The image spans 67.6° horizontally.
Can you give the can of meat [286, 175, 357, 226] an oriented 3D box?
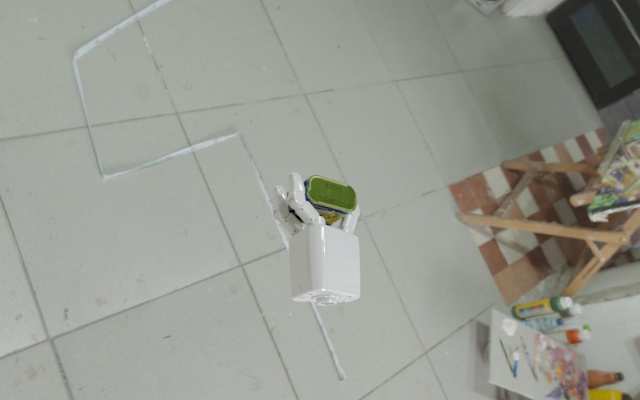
[{"bbox_3d":[0.000,0.003,0.820,0.102,0.057,0.084,15,-28,-27],"label":"can of meat"}]
